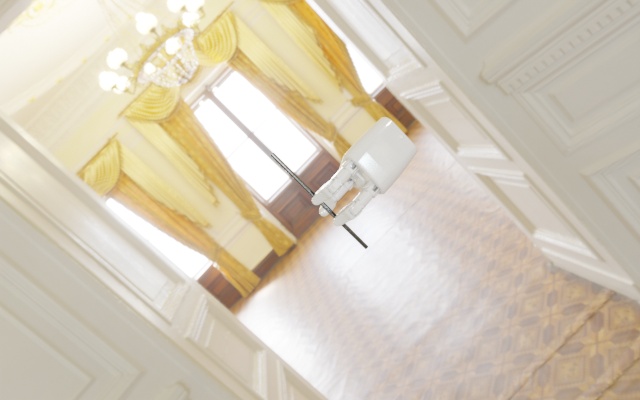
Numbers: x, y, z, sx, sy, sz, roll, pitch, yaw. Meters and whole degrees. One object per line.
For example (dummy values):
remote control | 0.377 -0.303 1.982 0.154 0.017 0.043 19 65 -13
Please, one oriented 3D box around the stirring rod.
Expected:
stirring rod | 0.000 0.003 0.848 0.239 0.011 0.011 45 -10 -10
